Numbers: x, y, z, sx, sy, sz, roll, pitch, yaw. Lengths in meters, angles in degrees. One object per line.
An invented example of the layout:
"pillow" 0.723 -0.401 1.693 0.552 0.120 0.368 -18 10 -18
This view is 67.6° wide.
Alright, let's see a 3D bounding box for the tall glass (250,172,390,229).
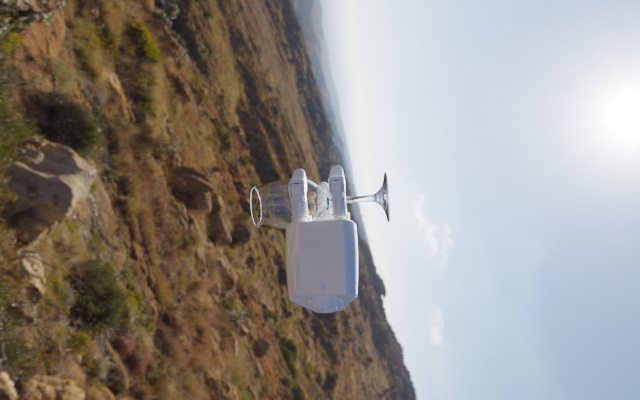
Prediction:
"tall glass" 0.001 0.002 0.714 0.201 0.079 0.079 -4 0 5
